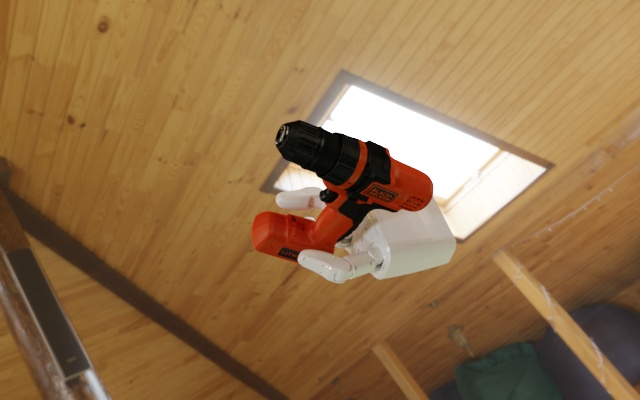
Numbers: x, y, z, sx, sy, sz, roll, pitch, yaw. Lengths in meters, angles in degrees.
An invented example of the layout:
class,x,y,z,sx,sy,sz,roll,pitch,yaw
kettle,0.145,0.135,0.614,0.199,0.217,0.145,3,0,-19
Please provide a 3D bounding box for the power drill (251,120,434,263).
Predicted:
class,x,y,z,sx,sy,sz,roll,pitch,yaw
power drill,0.000,0.002,0.519,0.184,0.057,0.188,21,-41,-28
